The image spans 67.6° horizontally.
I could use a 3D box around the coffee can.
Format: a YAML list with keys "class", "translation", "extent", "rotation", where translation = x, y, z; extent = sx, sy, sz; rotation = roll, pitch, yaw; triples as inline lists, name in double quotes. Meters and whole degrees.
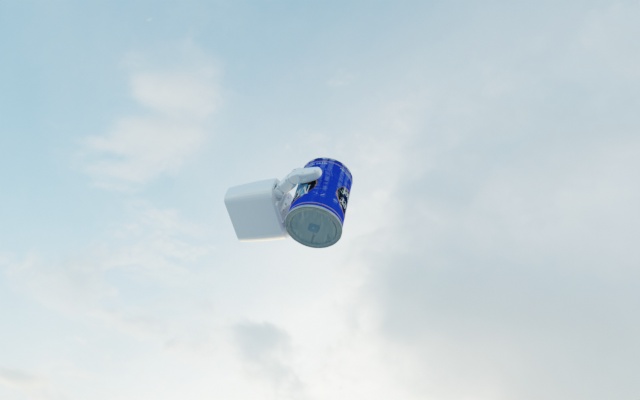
- class: "coffee can"
  translation: [0.000, 0.003, 0.881]
  extent: [0.103, 0.103, 0.140]
  rotation: [0, 42, 14]
